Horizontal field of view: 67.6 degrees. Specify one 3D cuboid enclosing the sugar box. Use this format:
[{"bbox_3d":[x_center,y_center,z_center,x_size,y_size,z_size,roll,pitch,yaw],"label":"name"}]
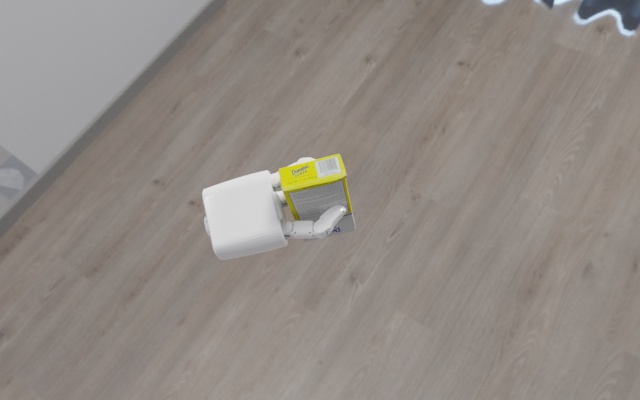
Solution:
[{"bbox_3d":[0.000,0.002,0.742,0.093,0.048,0.176,-13,-28,1],"label":"sugar box"}]
